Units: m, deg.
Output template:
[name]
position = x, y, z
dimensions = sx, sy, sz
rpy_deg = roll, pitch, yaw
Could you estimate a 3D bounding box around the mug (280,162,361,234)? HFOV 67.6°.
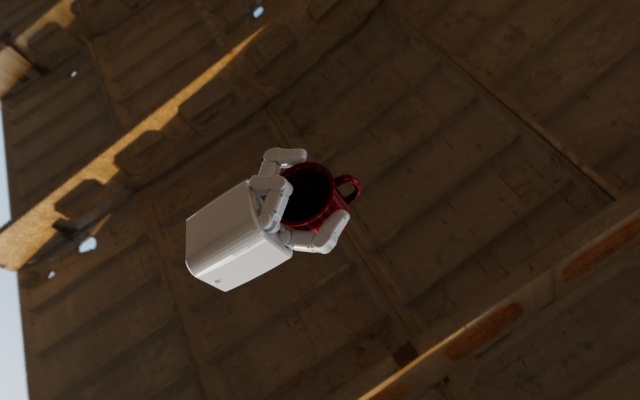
[mug]
position = 0.001, 0.001, 0.644
dimensions = 0.117, 0.093, 0.081
rpy_deg = -29, -35, 9
